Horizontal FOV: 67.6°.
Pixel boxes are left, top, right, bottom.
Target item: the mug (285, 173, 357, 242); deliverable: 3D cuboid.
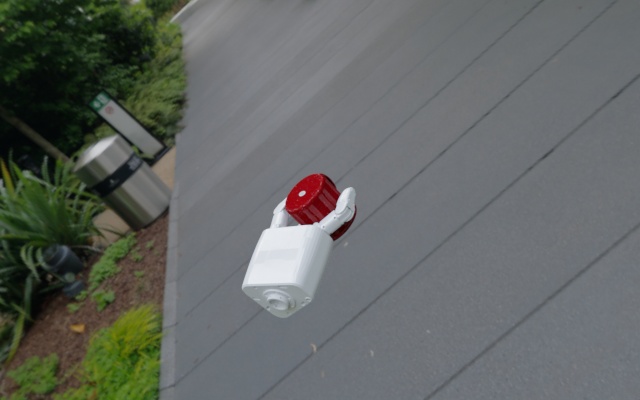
[{"bbox_3d":[0.000,0.001,0.777,0.093,0.117,0.081,-22,-55,36],"label":"mug"}]
